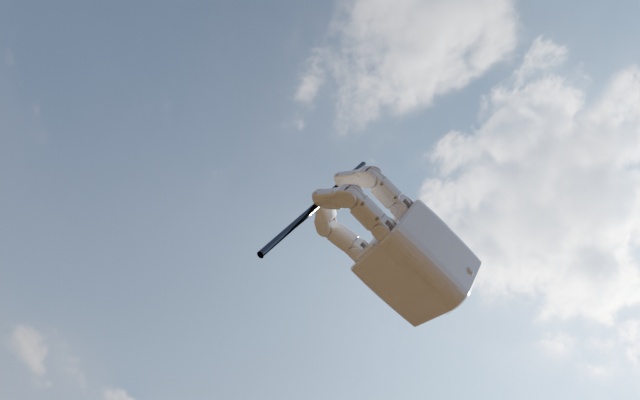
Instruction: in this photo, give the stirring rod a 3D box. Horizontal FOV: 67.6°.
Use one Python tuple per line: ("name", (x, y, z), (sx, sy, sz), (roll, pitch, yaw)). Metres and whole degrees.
("stirring rod", (0.000, 0.002, 0.552), (0.011, 0.011, 0.239), (0, 25, 32))
